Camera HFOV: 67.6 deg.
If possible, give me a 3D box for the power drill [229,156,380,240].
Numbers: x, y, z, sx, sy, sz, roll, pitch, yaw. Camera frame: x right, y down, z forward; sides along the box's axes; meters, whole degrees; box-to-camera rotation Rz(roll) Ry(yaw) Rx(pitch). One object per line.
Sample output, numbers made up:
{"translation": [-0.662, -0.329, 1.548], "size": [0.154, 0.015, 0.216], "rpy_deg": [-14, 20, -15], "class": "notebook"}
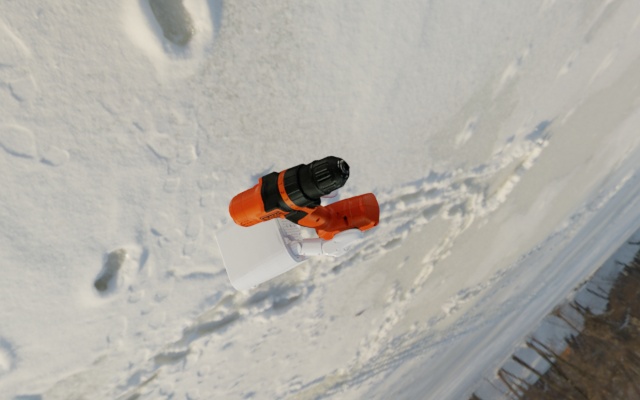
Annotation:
{"translation": [0.000, 0.002, 0.642], "size": [0.184, 0.057, 0.188], "rpy_deg": [-19, -25, 35], "class": "power drill"}
